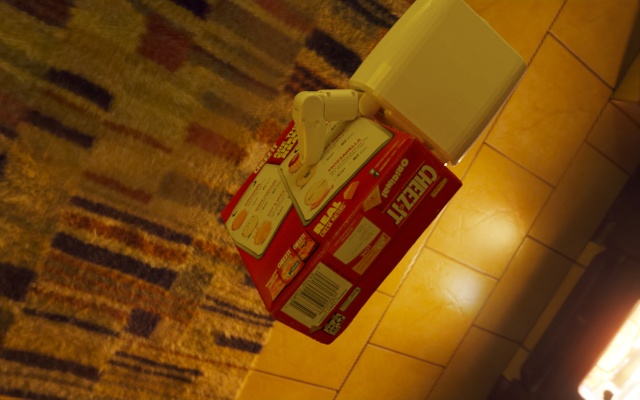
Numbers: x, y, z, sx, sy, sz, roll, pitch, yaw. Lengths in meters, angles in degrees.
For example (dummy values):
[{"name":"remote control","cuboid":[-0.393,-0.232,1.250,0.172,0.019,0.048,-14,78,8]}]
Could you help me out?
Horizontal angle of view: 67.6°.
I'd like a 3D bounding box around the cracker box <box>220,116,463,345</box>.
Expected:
[{"name":"cracker box","cuboid":[0.000,0.001,0.437,0.072,0.164,0.213,37,2,-28]}]
